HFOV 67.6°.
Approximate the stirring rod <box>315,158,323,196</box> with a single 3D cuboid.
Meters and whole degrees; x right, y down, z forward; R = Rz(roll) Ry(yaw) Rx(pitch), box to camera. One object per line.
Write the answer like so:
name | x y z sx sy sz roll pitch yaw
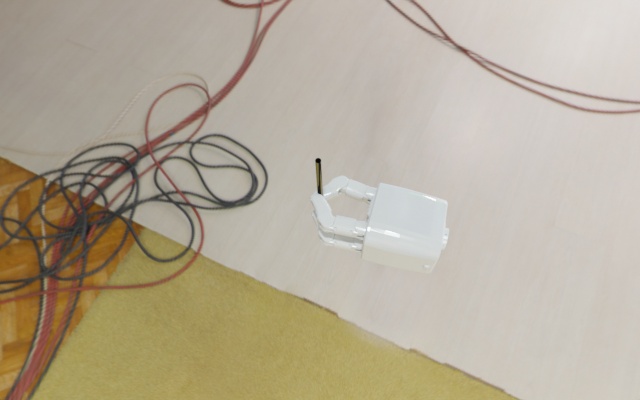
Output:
stirring rod | 0.000 0.002 0.721 0.011 0.011 0.240 0 -27 2
